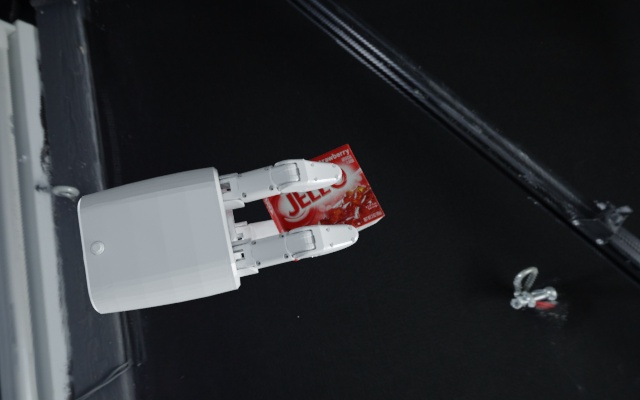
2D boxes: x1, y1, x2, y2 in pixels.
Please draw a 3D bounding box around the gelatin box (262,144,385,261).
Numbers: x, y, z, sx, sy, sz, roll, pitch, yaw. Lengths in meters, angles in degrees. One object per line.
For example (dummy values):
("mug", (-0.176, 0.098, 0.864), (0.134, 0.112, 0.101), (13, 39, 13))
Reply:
("gelatin box", (0.000, 0.001, 0.420), (0.089, 0.073, 0.030), (-24, -9, -16))
